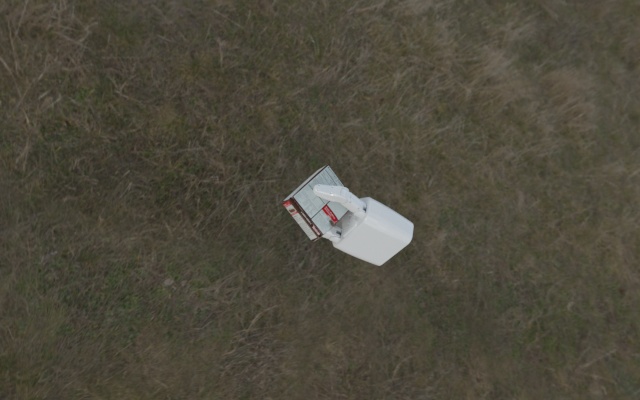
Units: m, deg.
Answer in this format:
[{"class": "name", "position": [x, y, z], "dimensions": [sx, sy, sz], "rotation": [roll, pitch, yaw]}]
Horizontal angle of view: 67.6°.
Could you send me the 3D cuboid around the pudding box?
[{"class": "pudding box", "position": [0.000, 0.003, 0.840], "dimensions": [0.113, 0.090, 0.039], "rotation": [-44, 8, -39]}]
